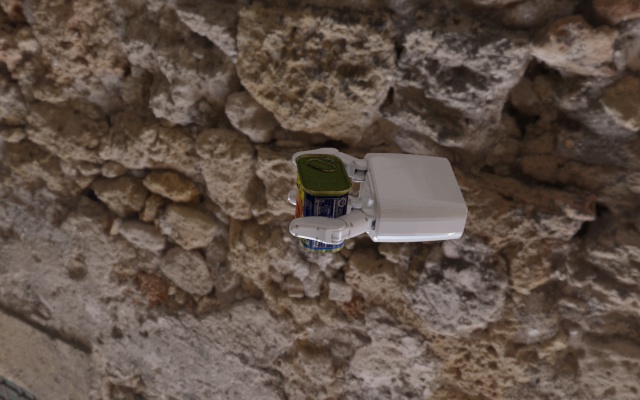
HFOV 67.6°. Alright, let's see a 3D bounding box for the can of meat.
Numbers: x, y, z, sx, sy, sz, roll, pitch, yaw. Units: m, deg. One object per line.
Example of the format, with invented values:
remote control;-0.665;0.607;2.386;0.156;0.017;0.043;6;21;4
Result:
can of meat;0.000;0.002;0.575;0.057;0.084;0.102;-1;29;-9
